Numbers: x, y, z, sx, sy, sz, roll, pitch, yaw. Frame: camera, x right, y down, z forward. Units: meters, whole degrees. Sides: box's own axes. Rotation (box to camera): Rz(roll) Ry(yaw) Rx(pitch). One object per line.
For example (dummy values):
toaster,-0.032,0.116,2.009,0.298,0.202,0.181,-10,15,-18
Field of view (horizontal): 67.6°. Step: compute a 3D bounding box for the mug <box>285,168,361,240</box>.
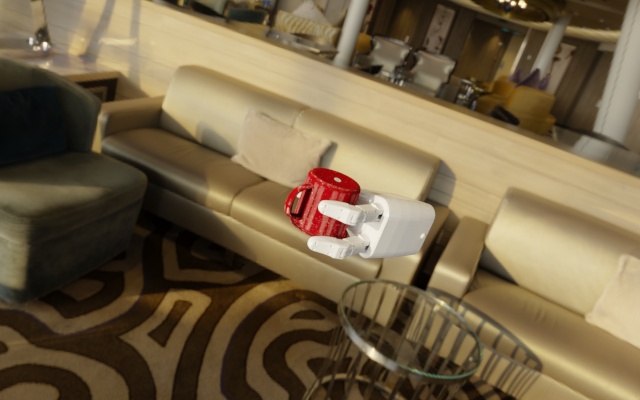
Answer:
mug,-0.001,0.002,0.701,0.117,0.081,0.093,4,25,-36
